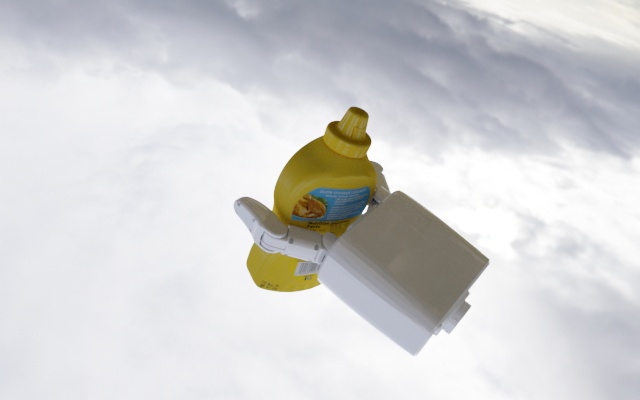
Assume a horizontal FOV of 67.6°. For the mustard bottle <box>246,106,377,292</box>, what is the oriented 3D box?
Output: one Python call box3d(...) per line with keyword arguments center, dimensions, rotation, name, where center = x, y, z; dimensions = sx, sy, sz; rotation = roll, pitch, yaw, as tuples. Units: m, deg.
box3d(center=(0.000, 0.001, 0.441), dimensions=(0.096, 0.192, 0.058), rotation=(-2, 41, -33), name="mustard bottle")
